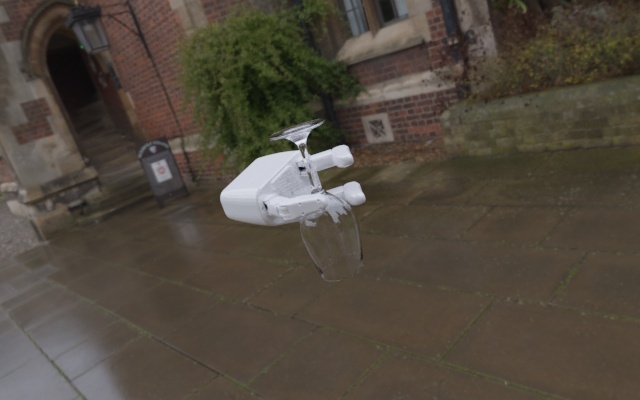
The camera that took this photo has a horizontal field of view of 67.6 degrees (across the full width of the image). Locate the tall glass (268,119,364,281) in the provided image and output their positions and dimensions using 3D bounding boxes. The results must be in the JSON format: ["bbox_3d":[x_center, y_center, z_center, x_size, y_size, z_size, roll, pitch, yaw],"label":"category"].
[{"bbox_3d":[0.000,0.001,0.617,0.079,0.201,0.079,-17,16,5],"label":"tall glass"}]
